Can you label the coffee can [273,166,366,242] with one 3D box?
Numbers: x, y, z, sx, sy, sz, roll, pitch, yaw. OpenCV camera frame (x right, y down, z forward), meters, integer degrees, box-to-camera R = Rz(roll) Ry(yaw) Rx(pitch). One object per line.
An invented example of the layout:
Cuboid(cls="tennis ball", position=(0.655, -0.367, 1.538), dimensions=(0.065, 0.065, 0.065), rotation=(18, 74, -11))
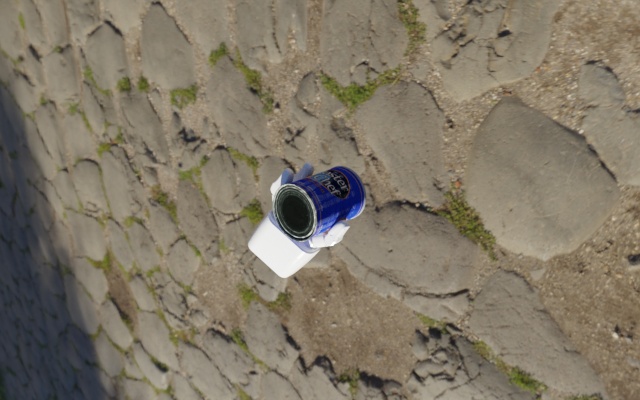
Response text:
Cuboid(cls="coffee can", position=(0.000, 0.003, 0.850), dimensions=(0.103, 0.103, 0.140), rotation=(0, 15, 42))
